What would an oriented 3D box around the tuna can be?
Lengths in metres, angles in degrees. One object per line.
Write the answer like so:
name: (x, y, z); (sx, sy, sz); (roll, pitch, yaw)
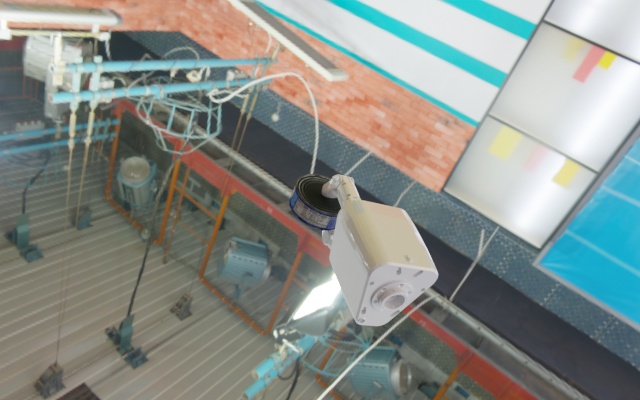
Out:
tuna can: (0.000, 0.003, 0.676); (0.086, 0.034, 0.086); (18, 35, -13)
